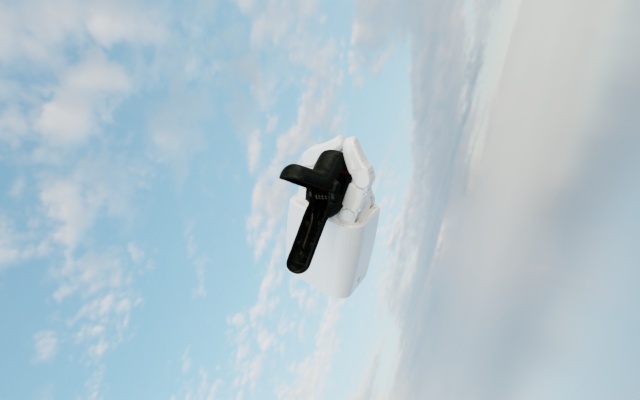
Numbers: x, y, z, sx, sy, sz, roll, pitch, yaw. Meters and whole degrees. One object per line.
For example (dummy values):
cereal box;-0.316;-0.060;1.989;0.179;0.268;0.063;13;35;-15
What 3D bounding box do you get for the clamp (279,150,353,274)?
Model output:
clamp;0.000;0.001;0.535;0.039;0.120;0.171;16;23;20
